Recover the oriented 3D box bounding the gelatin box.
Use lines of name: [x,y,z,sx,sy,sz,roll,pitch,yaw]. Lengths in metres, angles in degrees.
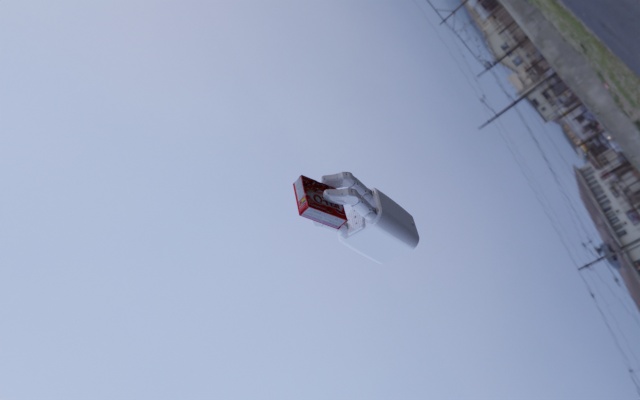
gelatin box: [0.000,0.003,0.815,0.089,0.073,0.030,21,-51,-33]
